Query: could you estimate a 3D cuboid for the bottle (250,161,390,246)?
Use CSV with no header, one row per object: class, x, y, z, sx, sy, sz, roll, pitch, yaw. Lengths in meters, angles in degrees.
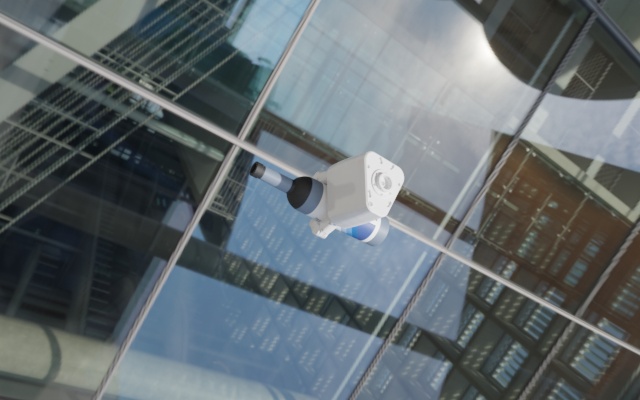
bottle,0.000,0.003,0.895,0.296,0.069,0.069,27,-13,-28
